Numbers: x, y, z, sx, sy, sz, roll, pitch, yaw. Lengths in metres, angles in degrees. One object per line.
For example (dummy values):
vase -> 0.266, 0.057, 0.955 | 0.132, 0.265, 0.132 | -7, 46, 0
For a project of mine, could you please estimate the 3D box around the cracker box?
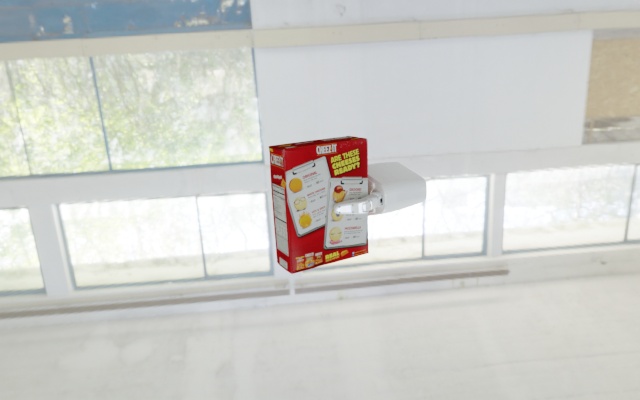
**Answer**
cracker box -> 0.000, 0.003, 0.835 | 0.164, 0.214, 0.072 | -11, 17, -29
